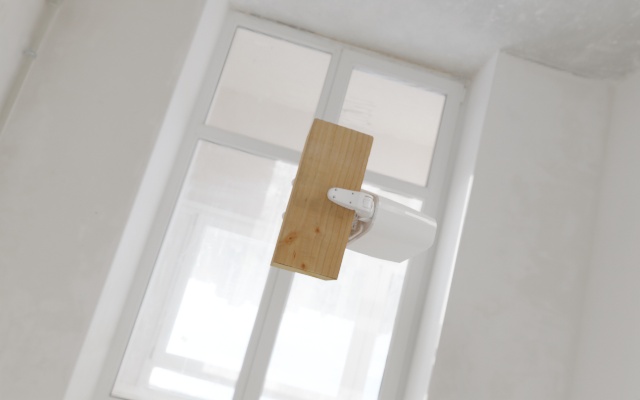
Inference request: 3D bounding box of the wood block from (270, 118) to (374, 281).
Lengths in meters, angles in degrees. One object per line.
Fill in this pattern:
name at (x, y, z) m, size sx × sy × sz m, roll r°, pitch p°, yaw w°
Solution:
wood block at (0.001, 0.002, 0.681) m, size 0.090 × 0.206 × 0.091 m, roll 17°, pitch -12°, yaw -7°
